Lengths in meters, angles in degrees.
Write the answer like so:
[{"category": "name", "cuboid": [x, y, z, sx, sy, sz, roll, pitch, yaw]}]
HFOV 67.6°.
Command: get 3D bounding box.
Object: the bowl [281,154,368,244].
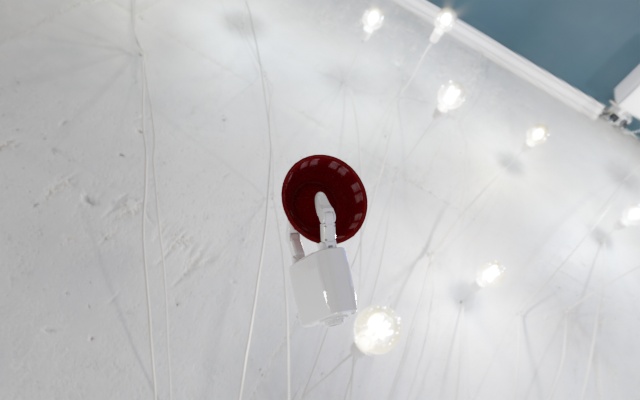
[{"category": "bowl", "cuboid": [0.000, 0.002, 0.845, 0.162, 0.162, 0.055, 0, -14, -23]}]
